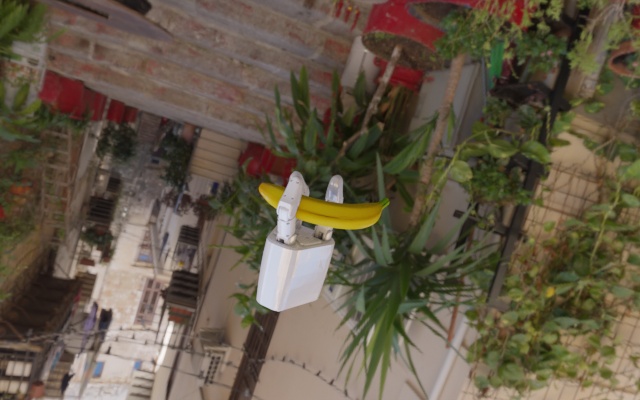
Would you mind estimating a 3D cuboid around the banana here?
[{"bbox_3d":[0.002,0.010,0.698,0.198,0.037,0.069,9,25,1],"label":"banana"}]
